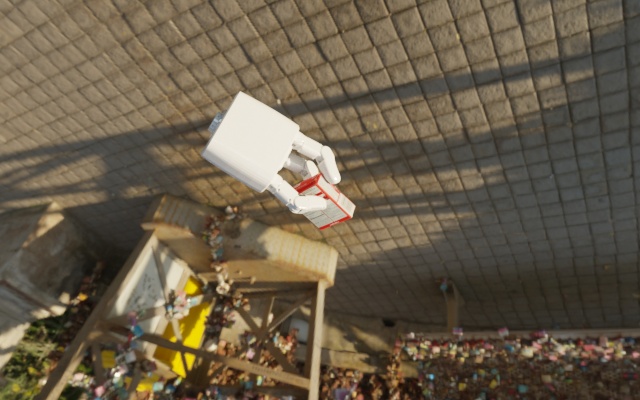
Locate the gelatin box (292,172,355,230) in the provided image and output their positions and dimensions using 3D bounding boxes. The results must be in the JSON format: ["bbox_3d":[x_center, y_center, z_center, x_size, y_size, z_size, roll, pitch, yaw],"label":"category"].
[{"bbox_3d":[0.000,0.003,0.773,0.073,0.030,0.089,-25,-59,41],"label":"gelatin box"}]
